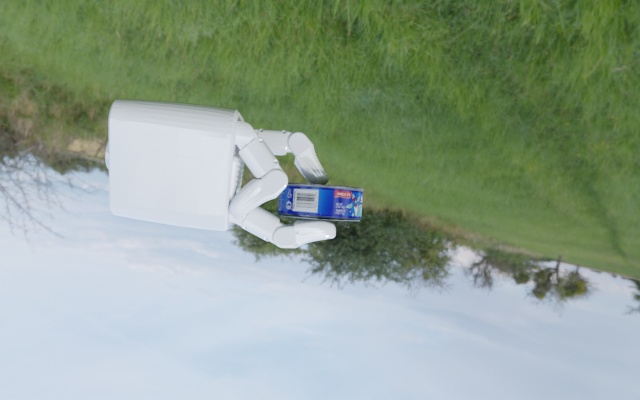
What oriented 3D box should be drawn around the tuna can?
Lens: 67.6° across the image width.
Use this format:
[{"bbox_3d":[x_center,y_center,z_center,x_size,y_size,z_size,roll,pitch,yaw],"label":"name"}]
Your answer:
[{"bbox_3d":[0.000,0.002,0.484,0.086,0.034,0.086,4,-1,0],"label":"tuna can"}]
